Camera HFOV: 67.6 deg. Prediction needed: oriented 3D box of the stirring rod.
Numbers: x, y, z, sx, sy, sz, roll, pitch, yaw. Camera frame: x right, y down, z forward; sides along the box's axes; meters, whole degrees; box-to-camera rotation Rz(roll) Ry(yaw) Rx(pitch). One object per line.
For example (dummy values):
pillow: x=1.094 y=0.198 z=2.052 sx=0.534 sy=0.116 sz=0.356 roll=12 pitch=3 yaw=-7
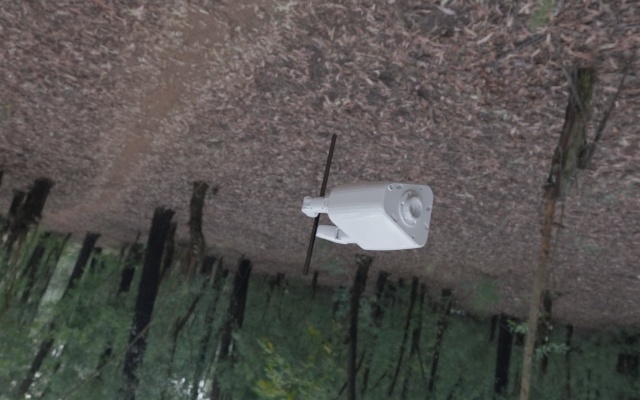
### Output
stirring rod: x=0.000 y=0.002 z=0.781 sx=0.011 sy=0.239 sz=0.011 roll=11 pitch=-15 yaw=3
